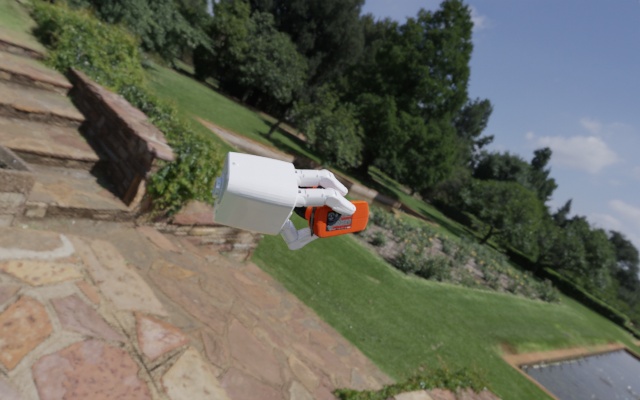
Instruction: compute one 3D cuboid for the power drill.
[{"bbox_3d":[0.000,0.003,0.849,0.184,0.057,0.187,-9,21,-32],"label":"power drill"}]
